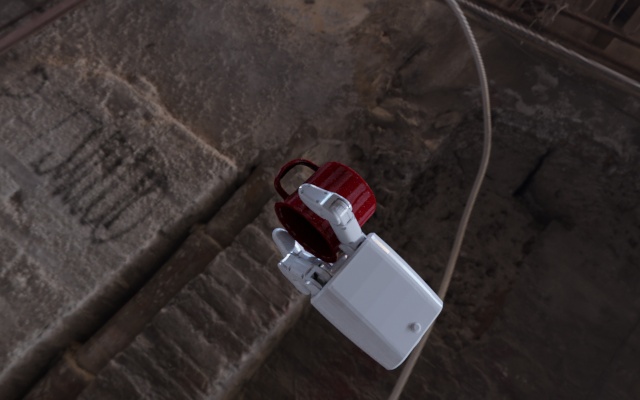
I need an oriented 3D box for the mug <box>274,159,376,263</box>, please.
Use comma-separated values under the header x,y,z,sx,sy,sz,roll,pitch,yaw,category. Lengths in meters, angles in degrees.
x,y,z,sx,sy,sz,roll,pitch,yaw,category
-0.001,0.001,0.542,0.081,0.117,0.093,-45,-1,-21,mug
